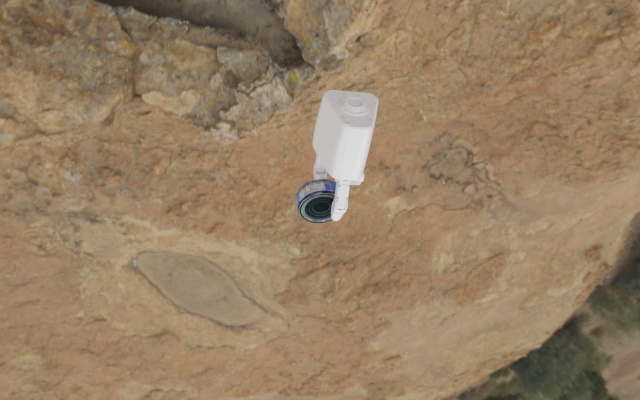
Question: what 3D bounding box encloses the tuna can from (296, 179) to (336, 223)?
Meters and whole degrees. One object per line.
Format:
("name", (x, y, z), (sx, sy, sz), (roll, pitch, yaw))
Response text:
("tuna can", (0.000, 0.003, 0.858), (0.086, 0.033, 0.086), (-5, -41, -5))
